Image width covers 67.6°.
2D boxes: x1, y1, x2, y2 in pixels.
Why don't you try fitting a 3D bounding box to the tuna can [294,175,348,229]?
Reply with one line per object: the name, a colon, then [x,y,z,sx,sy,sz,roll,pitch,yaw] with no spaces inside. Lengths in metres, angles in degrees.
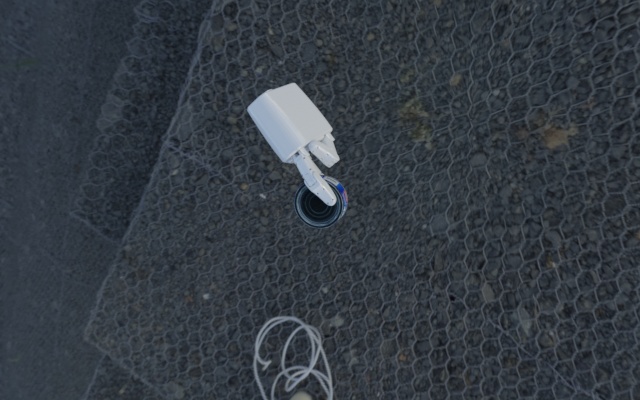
tuna can: [0.000,0.003,0.787,0.086,0.086,0.033,0,14,14]
